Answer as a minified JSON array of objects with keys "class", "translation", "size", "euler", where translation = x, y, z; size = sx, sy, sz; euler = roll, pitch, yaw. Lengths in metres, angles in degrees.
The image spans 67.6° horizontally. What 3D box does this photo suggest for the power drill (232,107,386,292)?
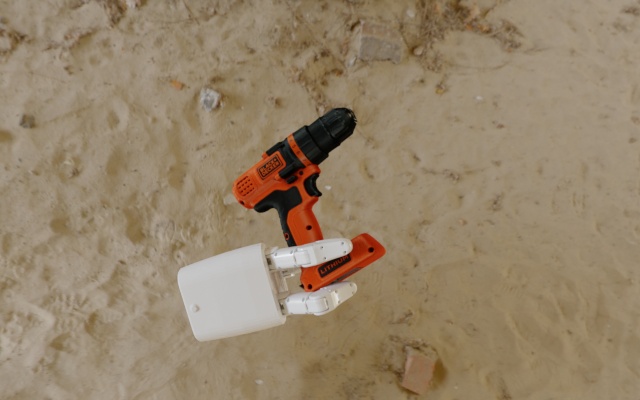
[{"class":"power drill","translation":[0.000,0.002,0.581],"size":[0.184,0.187,0.057],"euler":[-35,-19,16]}]
